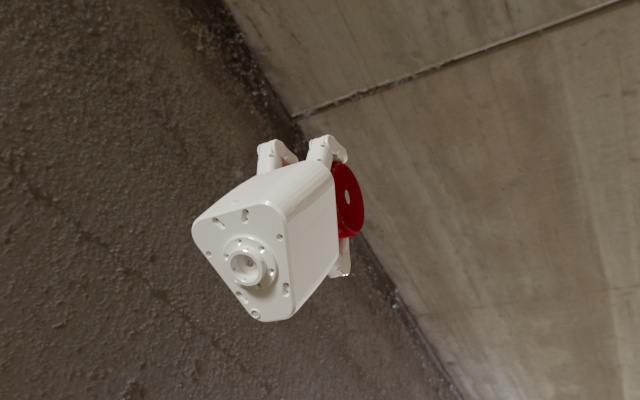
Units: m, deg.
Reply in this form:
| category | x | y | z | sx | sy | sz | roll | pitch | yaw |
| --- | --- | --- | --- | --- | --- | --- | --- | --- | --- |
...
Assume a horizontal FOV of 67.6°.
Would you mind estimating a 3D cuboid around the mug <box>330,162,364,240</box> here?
| category | x | y | z | sx | sy | sz | roll | pitch | yaw |
| --- | --- | --- | --- | --- | --- | --- | --- | --- | --- |
| mug | 0.001 | 0.001 | 0.531 | 0.081 | 0.093 | 0.117 | -14 | 16 | 26 |
